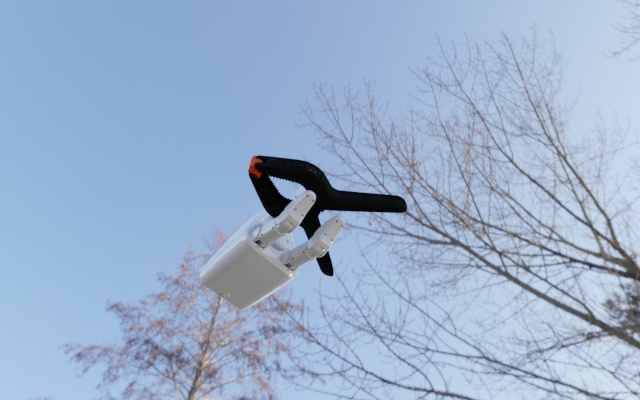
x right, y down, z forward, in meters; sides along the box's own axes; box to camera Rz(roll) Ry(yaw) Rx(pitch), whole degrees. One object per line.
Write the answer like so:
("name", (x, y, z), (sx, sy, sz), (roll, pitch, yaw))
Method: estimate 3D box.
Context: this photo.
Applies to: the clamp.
("clamp", (0.000, 0.001, 0.635), (0.164, 0.210, 0.036), (-39, 26, 21))
